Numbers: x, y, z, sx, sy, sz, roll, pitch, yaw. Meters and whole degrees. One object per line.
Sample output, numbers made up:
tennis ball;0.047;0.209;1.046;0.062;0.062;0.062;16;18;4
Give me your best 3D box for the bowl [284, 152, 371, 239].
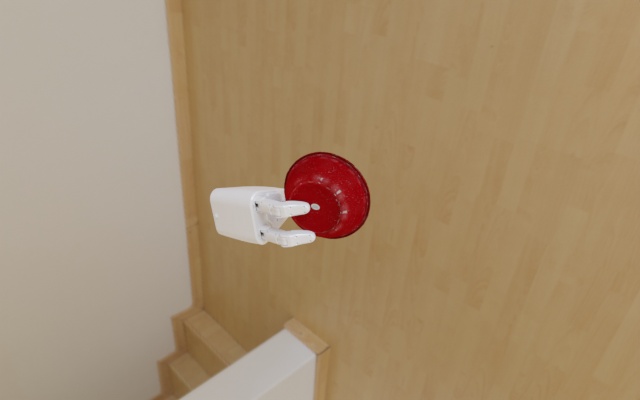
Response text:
bowl;0.001;0.003;0.804;0.162;0.162;0.055;0;21;23
